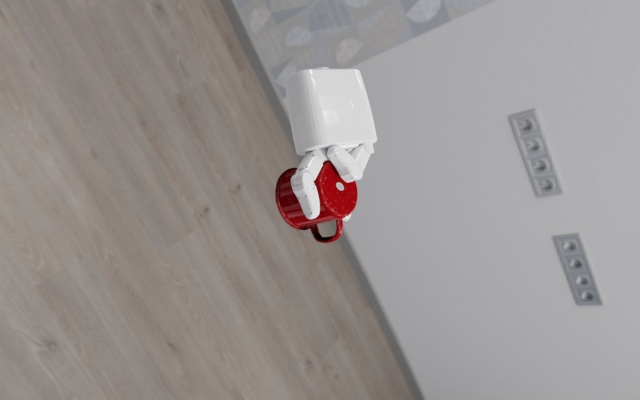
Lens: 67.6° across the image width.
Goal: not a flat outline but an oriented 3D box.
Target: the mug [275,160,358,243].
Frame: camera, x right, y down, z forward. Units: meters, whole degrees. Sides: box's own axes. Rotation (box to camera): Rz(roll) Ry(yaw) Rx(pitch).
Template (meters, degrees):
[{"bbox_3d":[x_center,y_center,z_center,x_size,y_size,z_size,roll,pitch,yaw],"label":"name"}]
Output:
[{"bbox_3d":[0.001,0.004,0.669,0.081,0.117,0.093,-14,-3,42],"label":"mug"}]
